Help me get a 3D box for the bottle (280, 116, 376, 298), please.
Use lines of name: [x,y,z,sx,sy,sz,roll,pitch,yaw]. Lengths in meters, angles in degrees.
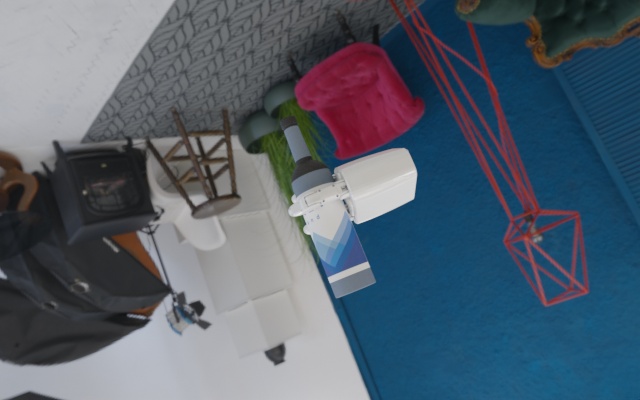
bottle: [0.000,0.003,0.753,0.069,0.295,0.069,-21,-10,-4]
